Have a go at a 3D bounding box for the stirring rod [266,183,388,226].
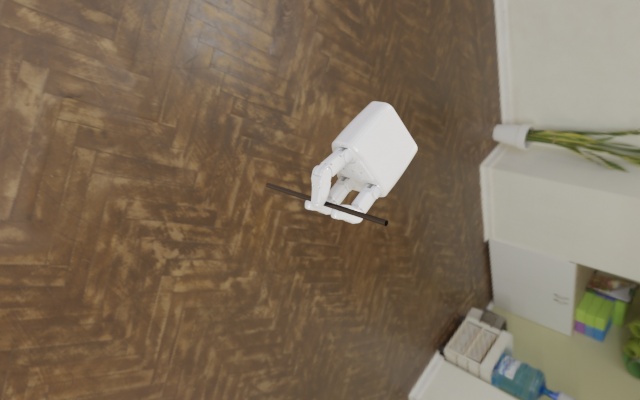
[{"bbox_3d":[0.000,0.002,0.705,0.239,0.011,0.011,18,12,41],"label":"stirring rod"}]
